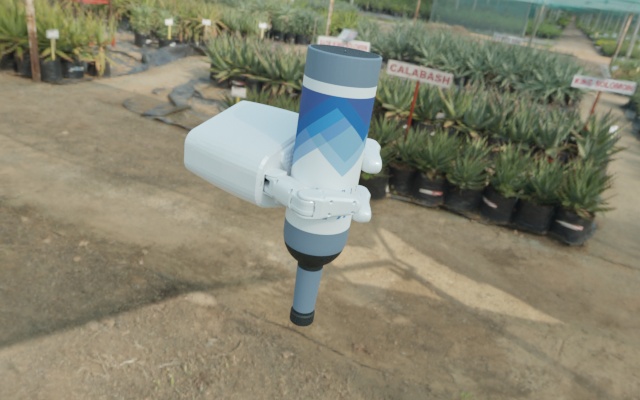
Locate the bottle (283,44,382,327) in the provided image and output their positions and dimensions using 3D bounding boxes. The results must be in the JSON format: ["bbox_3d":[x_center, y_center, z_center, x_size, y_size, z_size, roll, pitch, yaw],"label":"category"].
[{"bbox_3d":[0.000,0.001,0.479,0.069,0.296,0.069,8,24,-3],"label":"bottle"}]
